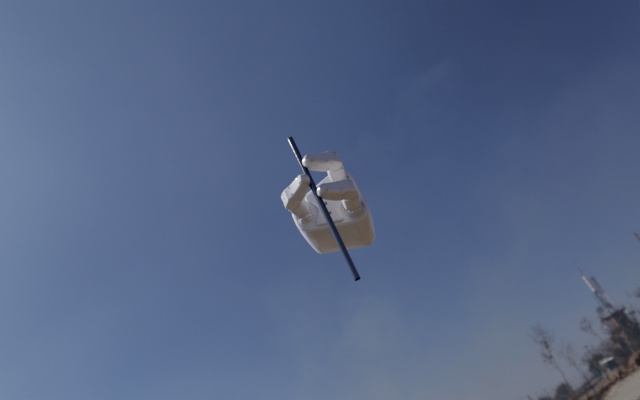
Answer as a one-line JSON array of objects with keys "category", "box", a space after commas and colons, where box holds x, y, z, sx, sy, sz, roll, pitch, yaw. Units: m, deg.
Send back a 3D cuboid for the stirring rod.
[{"category": "stirring rod", "box": [0.000, 0.002, 0.636, 0.011, 0.239, 0.011, -18, -32, -12]}]
